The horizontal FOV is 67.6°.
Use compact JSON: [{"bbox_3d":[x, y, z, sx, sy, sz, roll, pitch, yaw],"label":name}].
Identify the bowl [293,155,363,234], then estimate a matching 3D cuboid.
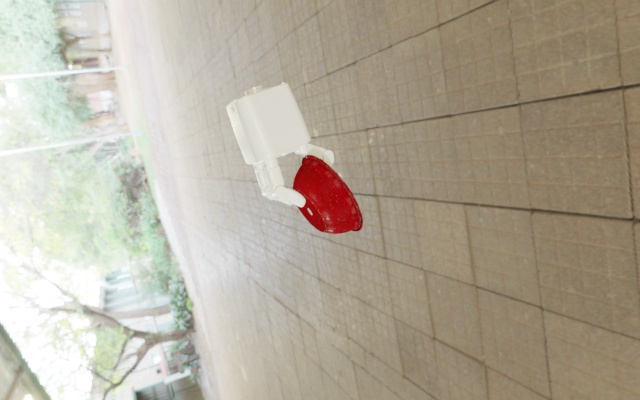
[{"bbox_3d":[0.001,0.004,0.827,0.055,0.162,0.162,-37,13,-18],"label":"bowl"}]
